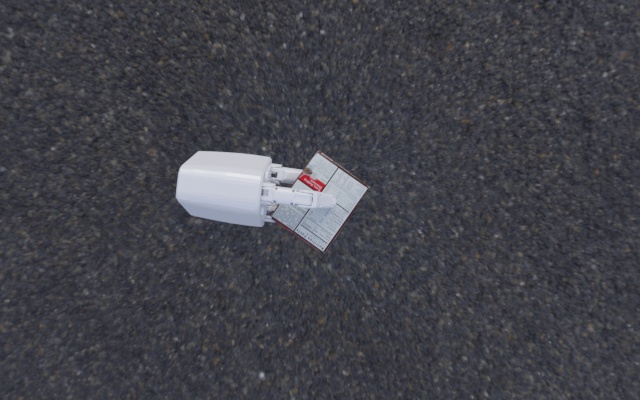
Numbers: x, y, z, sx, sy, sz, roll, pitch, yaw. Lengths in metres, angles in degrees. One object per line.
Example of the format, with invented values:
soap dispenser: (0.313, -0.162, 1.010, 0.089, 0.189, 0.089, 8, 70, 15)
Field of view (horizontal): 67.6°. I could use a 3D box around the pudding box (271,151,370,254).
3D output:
pudding box: (0.000, 0.002, 0.652, 0.090, 0.113, 0.039, 35, 3, 0)
